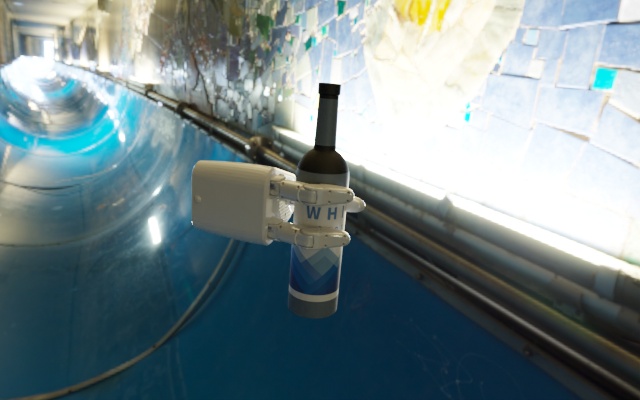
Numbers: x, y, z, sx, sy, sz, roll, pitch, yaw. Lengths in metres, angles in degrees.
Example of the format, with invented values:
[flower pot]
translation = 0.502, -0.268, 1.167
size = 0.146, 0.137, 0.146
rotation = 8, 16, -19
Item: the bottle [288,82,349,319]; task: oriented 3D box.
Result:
[bottle]
translation = 0.000, 0.002, 0.607
size = 0.069, 0.296, 0.069
rotation = 4, 15, -1
